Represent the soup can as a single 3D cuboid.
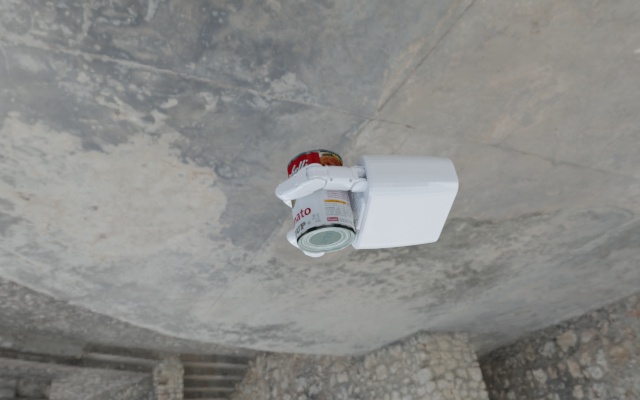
[{"bbox_3d":[0.000,0.002,0.550,0.068,0.102,0.068,-7,-30,-4],"label":"soup can"}]
